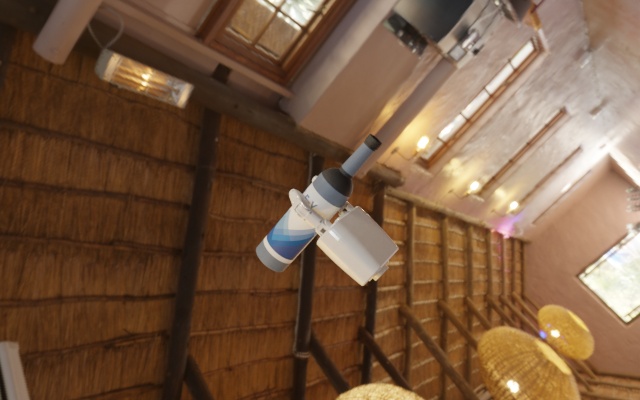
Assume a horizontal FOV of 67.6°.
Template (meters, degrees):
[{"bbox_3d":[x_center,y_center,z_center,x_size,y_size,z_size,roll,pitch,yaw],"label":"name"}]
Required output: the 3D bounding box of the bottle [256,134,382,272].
[{"bbox_3d":[0.000,0.003,0.839,0.069,0.296,0.069,37,18,-14],"label":"bottle"}]
